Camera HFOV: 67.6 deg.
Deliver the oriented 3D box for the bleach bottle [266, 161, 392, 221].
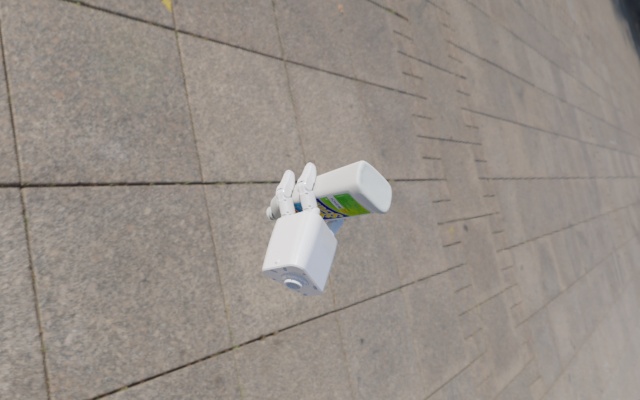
[{"bbox_3d":[0.000,0.003,0.884,0.251,0.068,0.103,-17,-45,39],"label":"bleach bottle"}]
